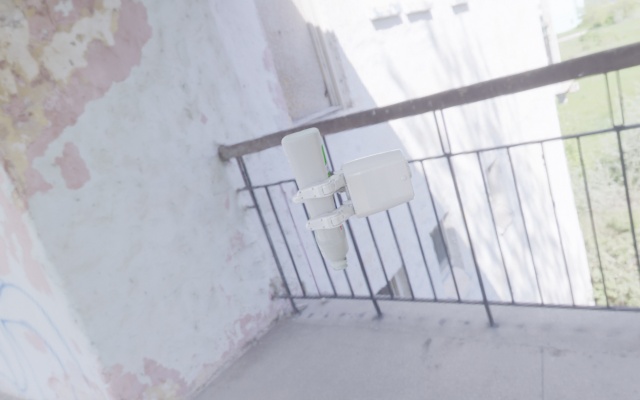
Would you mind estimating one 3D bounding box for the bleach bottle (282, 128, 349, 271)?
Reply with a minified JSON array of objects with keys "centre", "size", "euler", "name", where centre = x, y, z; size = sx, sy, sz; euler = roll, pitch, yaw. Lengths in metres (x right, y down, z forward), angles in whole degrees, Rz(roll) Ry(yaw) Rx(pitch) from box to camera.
[{"centre":[0.000,0.003,0.844],"size":[0.068,0.251,0.102],"euler":[-17,14,2],"name":"bleach bottle"}]
